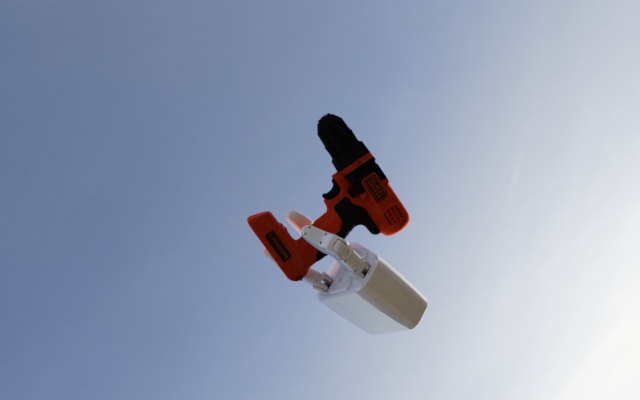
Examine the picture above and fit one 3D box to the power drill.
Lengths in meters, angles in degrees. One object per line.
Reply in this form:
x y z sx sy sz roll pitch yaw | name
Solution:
0.000 0.003 0.630 0.187 0.184 0.057 -35 0 -4 | power drill
